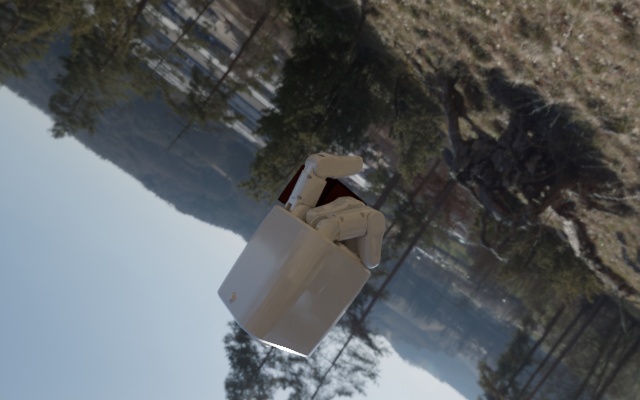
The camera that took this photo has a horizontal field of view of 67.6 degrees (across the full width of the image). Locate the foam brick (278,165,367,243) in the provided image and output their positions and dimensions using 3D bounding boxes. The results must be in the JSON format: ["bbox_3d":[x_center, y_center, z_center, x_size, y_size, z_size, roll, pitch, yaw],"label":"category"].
[{"bbox_3d":[0.000,0.002,0.519,0.053,0.051,0.078,38,-5,-32],"label":"foam brick"}]
